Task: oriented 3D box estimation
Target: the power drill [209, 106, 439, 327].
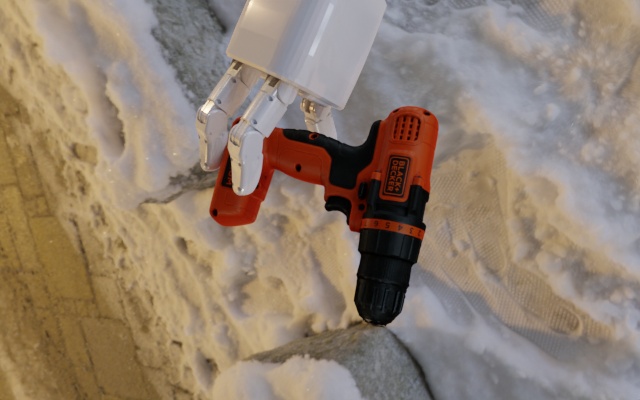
[{"bbox_3d":[0.000,0.001,0.420,0.187,0.184,0.057,10,-11,18],"label":"power drill"}]
